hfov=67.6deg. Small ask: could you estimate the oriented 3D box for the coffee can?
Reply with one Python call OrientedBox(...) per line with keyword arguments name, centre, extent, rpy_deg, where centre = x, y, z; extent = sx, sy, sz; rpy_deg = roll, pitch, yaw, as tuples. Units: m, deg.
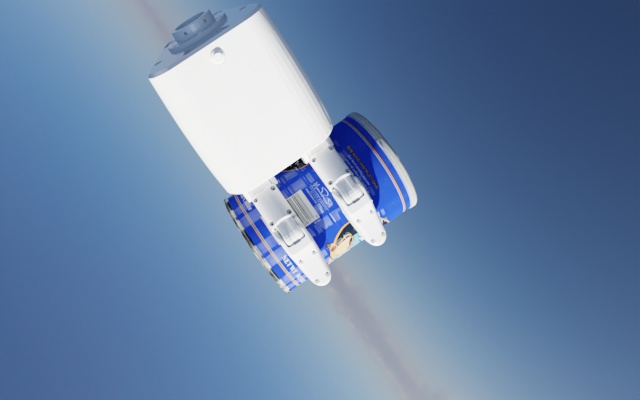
OrientedBox(name="coffee can", centre=(0.000, 0.001, 0.433), extent=(0.140, 0.103, 0.103), rpy_deg=(-35, 3, -4))
